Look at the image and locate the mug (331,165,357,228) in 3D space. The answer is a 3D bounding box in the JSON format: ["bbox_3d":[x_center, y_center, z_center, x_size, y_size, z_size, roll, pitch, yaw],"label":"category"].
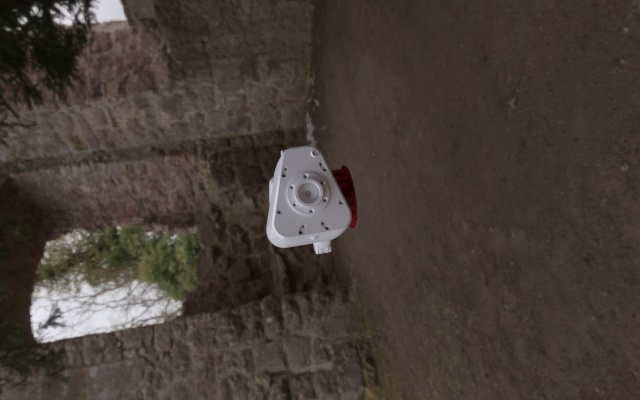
[{"bbox_3d":[0.000,0.002,0.700,0.081,0.093,0.117,-8,-9,-9],"label":"mug"}]
